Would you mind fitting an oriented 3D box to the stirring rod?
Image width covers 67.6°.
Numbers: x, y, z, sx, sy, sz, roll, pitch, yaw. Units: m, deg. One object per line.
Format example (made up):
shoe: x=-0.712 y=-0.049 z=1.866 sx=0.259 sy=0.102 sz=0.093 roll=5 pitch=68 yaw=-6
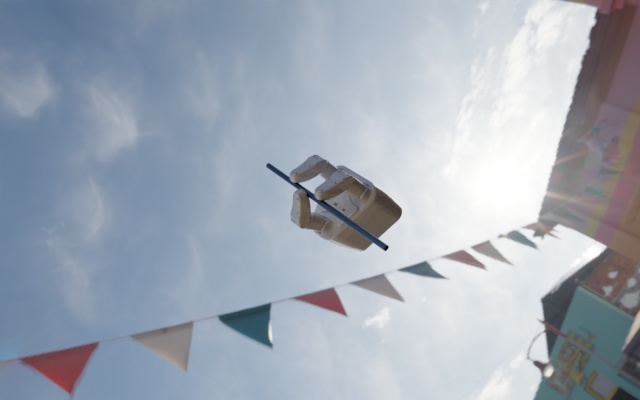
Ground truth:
stirring rod: x=0.000 y=0.002 z=0.634 sx=0.011 sy=0.011 sz=0.239 roll=0 pitch=27 yaw=-46
